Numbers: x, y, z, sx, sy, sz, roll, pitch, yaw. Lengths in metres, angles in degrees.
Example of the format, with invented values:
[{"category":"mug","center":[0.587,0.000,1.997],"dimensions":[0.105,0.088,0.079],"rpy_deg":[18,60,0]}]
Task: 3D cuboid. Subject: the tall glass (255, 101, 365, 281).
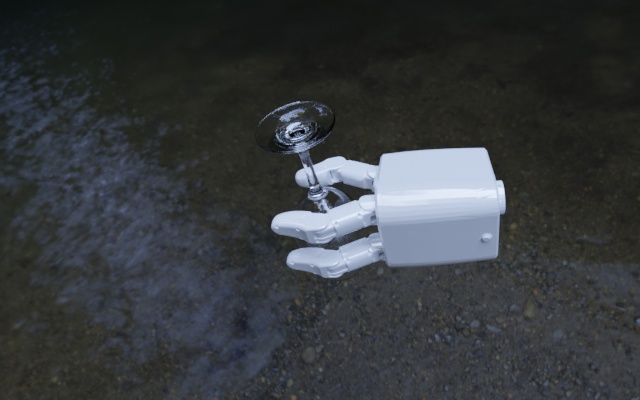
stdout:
[{"category":"tall glass","center":[0.000,0.001,0.495],"dimensions":[0.079,0.079,0.201],"rpy_deg":[0,-44,18]}]
